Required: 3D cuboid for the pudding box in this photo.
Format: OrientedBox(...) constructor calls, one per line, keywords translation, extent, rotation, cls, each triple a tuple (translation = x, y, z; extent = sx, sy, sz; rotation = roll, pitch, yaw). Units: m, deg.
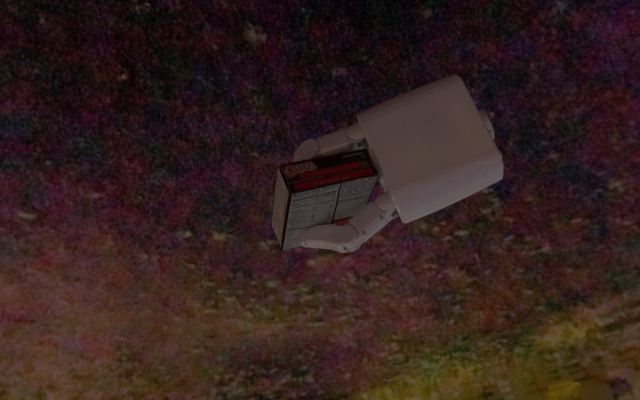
OrientedBox(translation=(0.000, 0.002, 0.478), extent=(0.090, 0.039, 0.114), rotation=(-11, -33, -17), cls="pudding box")
